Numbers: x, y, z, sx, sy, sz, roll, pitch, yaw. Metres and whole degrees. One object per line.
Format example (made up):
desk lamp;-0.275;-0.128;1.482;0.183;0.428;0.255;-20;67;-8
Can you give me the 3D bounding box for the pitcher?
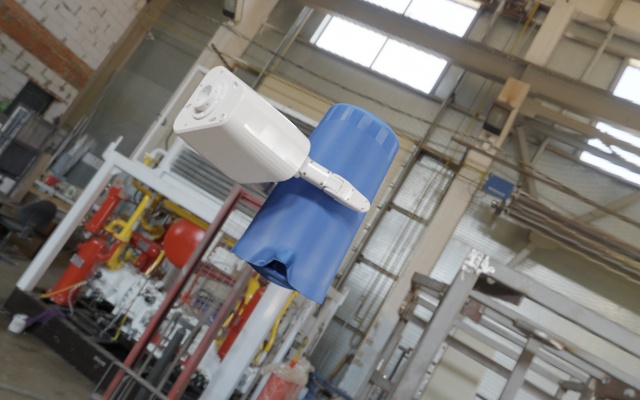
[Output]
pitcher;0.000;0.002;0.631;0.149;0.243;0.145;20;-14;49
